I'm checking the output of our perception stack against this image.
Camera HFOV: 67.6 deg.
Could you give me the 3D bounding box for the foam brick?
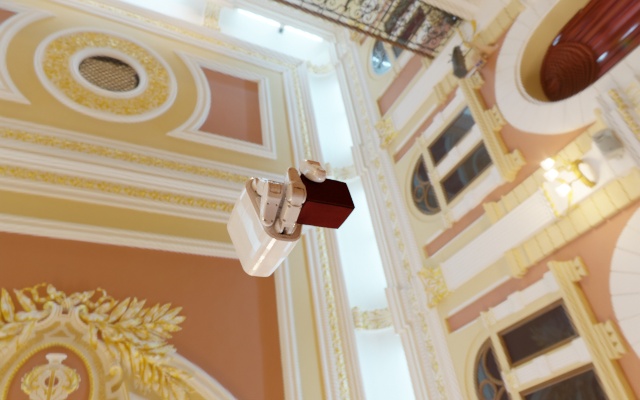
[{"bbox_3d":[0.000,0.002,0.687,0.078,0.053,0.051,10,-46,-26],"label":"foam brick"}]
